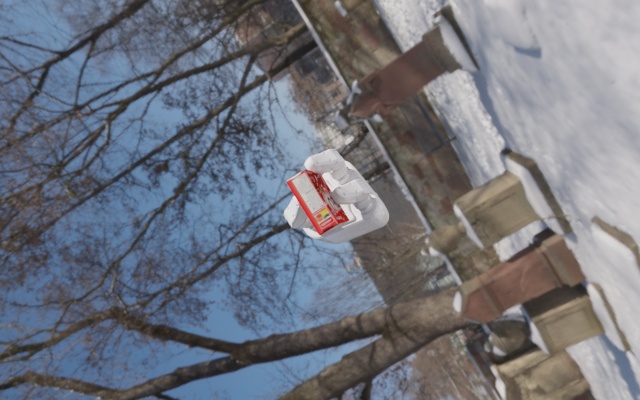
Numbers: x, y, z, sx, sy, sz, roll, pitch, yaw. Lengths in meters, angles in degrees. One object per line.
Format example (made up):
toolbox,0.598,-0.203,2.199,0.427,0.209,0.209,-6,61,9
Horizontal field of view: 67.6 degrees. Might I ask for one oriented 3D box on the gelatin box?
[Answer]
gelatin box,0.000,0.002,0.574,0.030,0.073,0.089,-33,-7,10
